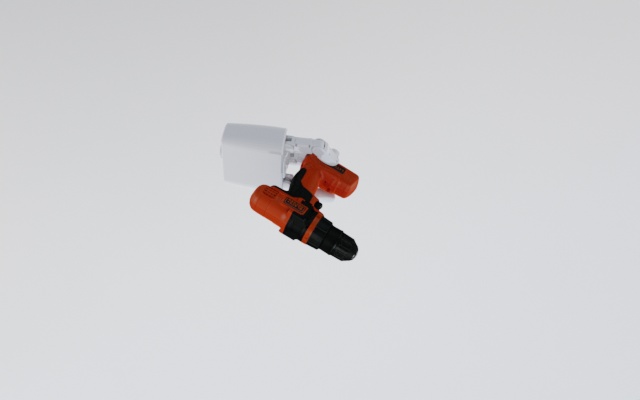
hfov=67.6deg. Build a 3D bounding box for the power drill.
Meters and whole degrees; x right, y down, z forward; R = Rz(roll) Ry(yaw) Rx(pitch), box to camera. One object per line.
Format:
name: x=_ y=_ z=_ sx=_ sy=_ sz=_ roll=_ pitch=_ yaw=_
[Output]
power drill: x=0.000 y=0.002 z=0.781 sx=0.184 sy=0.057 sz=0.187 roll=32 pitch=36 yaw=3
